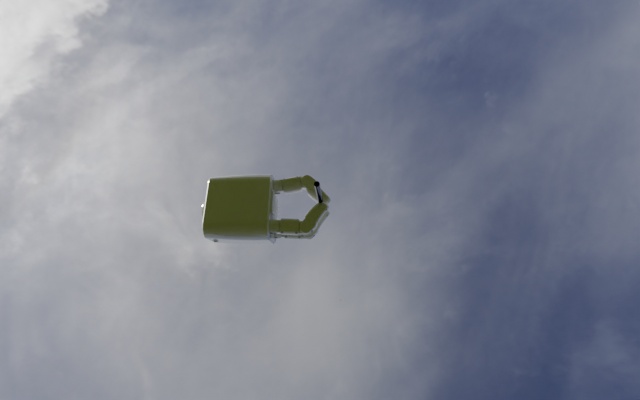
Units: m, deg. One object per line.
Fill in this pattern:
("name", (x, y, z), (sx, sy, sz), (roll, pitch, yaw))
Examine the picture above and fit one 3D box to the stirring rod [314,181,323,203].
("stirring rod", (0.000, 0.002, 0.756), (0.011, 0.011, 0.239), (0, -12, 2))
